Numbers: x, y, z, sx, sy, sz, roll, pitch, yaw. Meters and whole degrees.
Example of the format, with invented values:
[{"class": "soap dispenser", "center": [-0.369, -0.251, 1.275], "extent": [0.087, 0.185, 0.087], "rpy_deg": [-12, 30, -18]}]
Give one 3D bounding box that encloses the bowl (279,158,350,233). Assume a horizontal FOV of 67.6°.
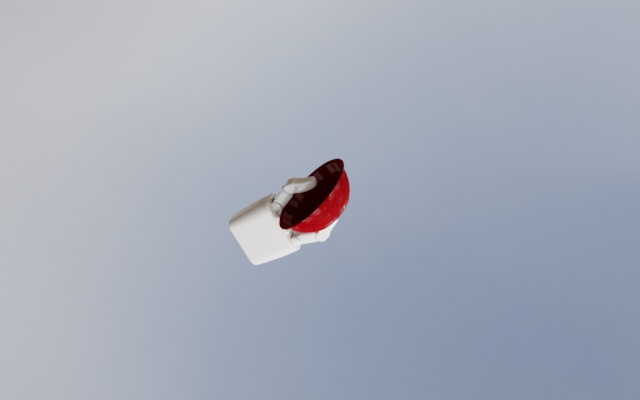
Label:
[{"class": "bowl", "center": [0.001, 0.003, 0.849], "extent": [0.055, 0.162, 0.162], "rpy_deg": [42, -17, -20]}]
